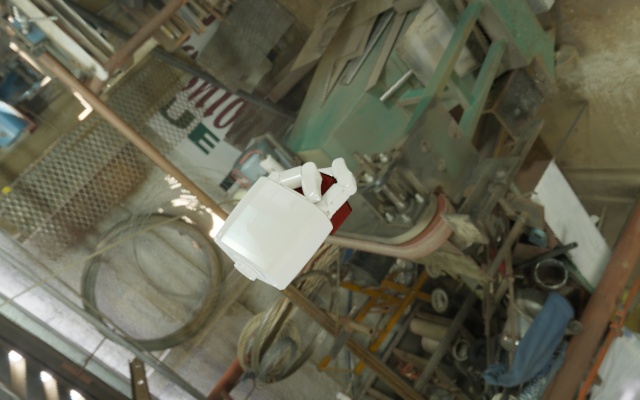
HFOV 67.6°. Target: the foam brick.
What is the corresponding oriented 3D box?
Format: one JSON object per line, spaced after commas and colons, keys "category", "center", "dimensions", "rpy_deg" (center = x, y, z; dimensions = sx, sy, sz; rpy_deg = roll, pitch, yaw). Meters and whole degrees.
{"category": "foam brick", "center": [0.000, 0.002, 0.669], "dimensions": [0.053, 0.051, 0.078], "rpy_deg": [22, -25, 37]}
